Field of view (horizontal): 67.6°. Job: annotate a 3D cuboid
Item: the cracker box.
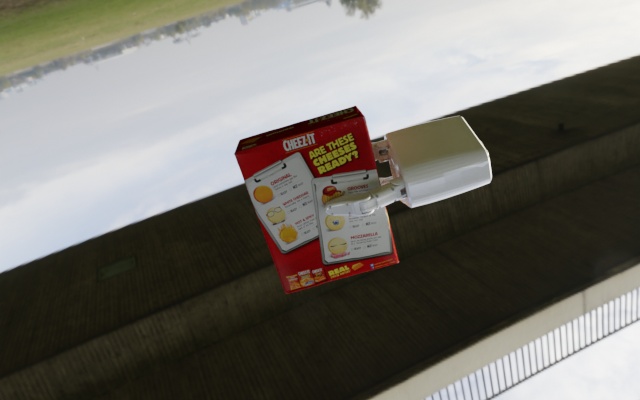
[{"bbox_3d":[0.000,0.002,0.635,0.164,0.214,0.072,-16,24,2],"label":"cracker box"}]
